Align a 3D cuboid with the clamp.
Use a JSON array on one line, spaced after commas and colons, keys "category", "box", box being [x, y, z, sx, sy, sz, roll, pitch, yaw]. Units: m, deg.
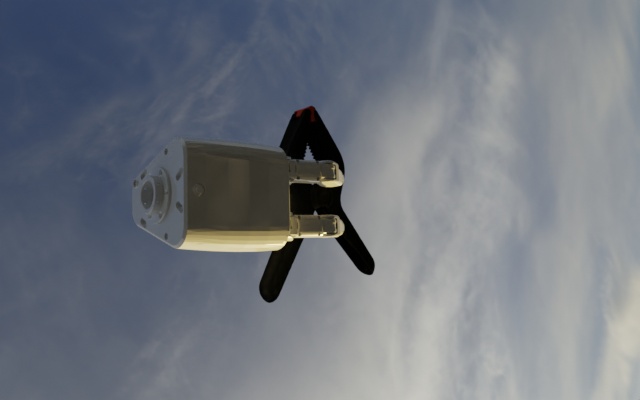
[{"category": "clamp", "box": [-0.001, 0.001, 0.541, 0.164, 0.210, 0.036, 3, -6, -43]}]
